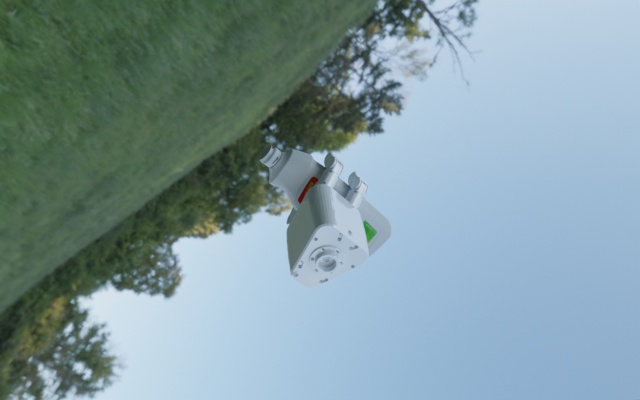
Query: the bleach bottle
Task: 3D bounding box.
[{"bbox_3d":[0.000,0.003,0.785,0.251,0.102,0.068,38,21,-24],"label":"bleach bottle"}]
